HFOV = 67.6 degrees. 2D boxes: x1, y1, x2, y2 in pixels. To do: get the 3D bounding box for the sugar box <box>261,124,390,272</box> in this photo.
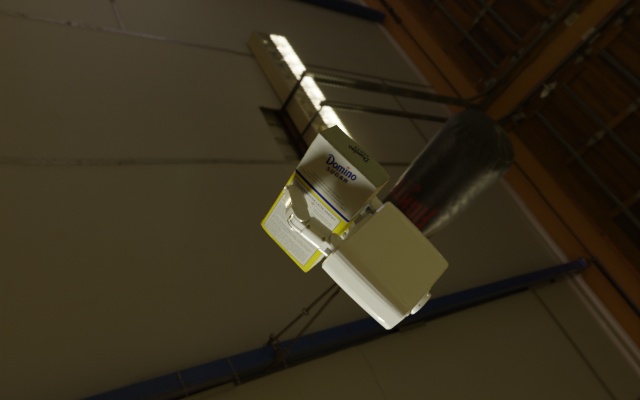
[{"bbox_3d":[0.000,0.002,0.591,0.048,0.093,0.176,-34,-14,-51],"label":"sugar box"}]
